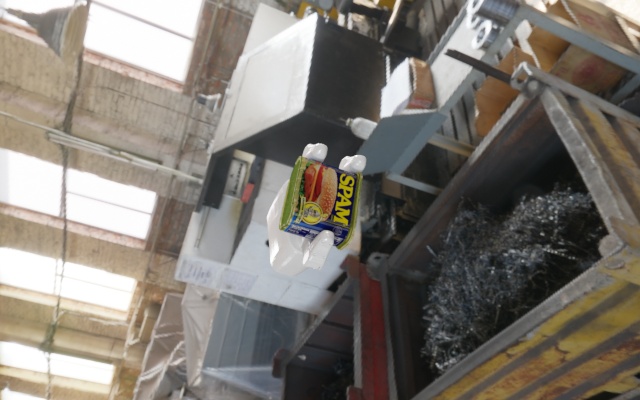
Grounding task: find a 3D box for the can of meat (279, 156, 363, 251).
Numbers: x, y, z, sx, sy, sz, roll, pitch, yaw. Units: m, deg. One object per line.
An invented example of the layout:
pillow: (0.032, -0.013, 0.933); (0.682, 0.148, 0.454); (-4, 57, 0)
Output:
can of meat: (0.000, 0.002, 0.602); (0.084, 0.102, 0.057); (17, -27, -14)
